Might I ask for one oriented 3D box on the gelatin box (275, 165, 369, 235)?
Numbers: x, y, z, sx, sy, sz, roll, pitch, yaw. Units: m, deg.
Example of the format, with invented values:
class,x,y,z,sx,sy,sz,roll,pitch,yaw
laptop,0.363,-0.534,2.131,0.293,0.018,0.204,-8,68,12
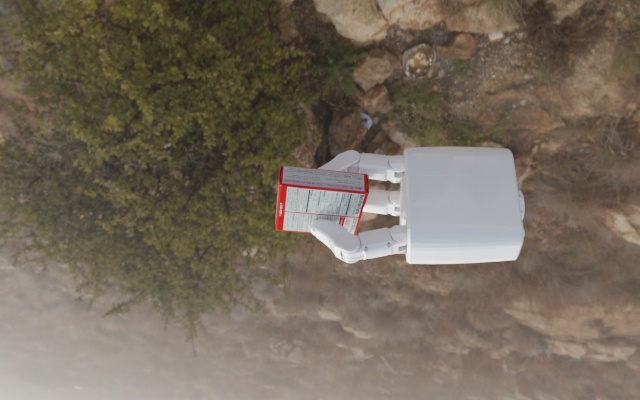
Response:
class,x,y,z,sx,sy,sz,roll,pitch,yaw
gelatin box,0.000,0.002,0.489,0.089,0.030,0.073,5,-40,-5
